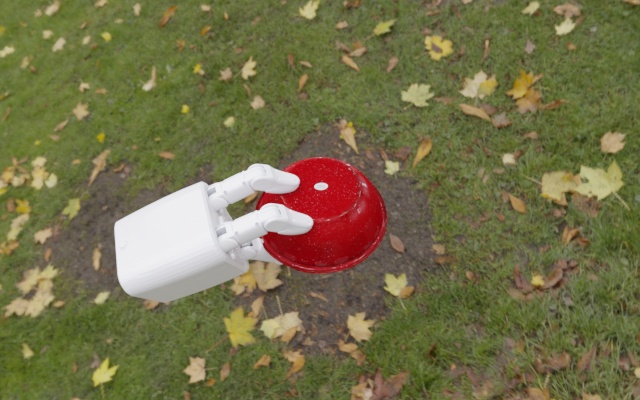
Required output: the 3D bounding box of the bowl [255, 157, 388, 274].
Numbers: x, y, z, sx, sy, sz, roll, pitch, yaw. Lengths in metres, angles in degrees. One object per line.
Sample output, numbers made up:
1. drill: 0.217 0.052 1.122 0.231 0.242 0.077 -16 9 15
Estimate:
1. bowl: 0.001 0.001 0.558 0.162 0.162 0.055 0 -37 1
